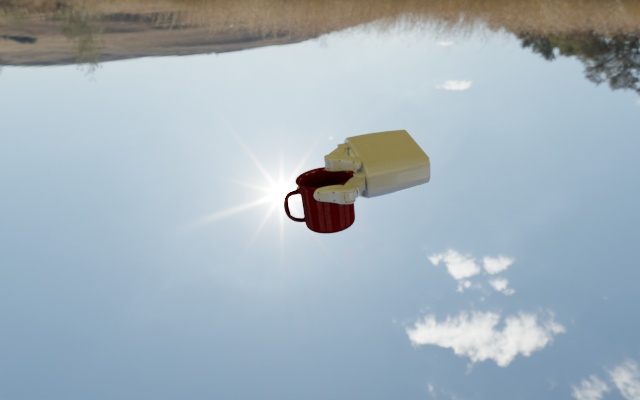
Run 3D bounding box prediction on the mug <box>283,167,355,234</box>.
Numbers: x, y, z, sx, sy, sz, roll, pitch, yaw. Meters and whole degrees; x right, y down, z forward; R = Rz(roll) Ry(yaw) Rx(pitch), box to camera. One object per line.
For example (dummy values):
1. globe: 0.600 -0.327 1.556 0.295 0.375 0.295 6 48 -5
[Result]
1. mug: -0.001 0.003 0.750 0.117 0.081 0.093 -13 24 -12
